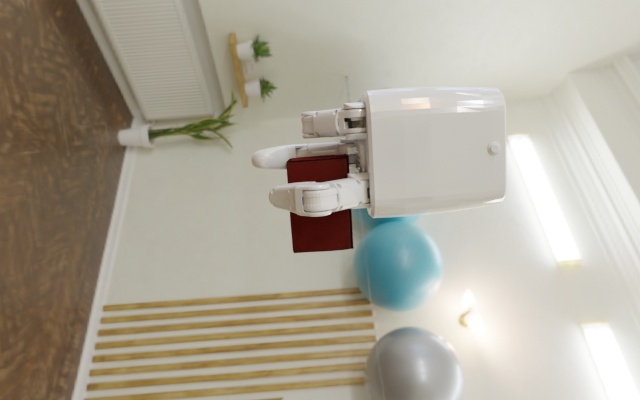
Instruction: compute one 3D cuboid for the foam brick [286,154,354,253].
[{"bbox_3d":[0.000,0.002,0.407,0.051,0.078,0.053,-4,8,0],"label":"foam brick"}]
